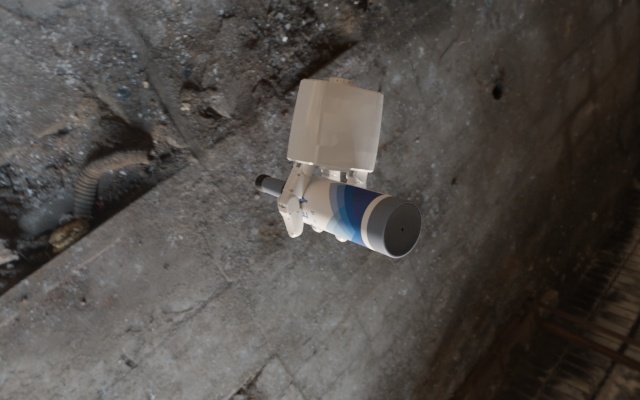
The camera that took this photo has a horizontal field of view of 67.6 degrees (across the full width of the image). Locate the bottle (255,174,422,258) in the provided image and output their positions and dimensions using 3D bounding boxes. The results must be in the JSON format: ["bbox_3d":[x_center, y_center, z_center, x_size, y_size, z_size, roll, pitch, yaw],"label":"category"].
[{"bbox_3d":[0.000,0.002,0.642,0.069,0.069,0.295,0,12,-40],"label":"bottle"}]
